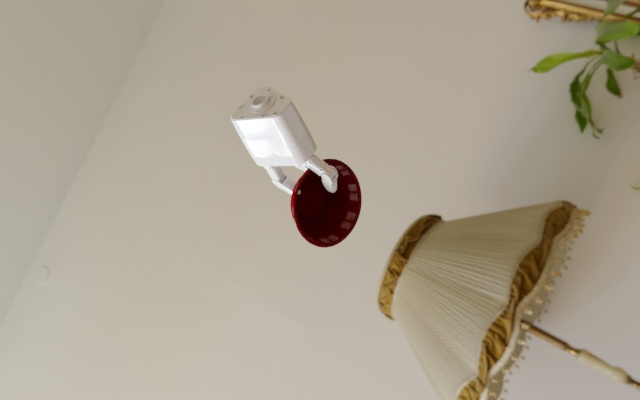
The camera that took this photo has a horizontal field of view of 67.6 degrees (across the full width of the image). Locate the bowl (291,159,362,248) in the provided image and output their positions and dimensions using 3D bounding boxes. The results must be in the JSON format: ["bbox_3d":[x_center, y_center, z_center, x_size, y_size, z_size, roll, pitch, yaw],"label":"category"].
[{"bbox_3d":[0.000,0.004,0.883,0.162,0.162,0.055,0,5,-39],"label":"bowl"}]
